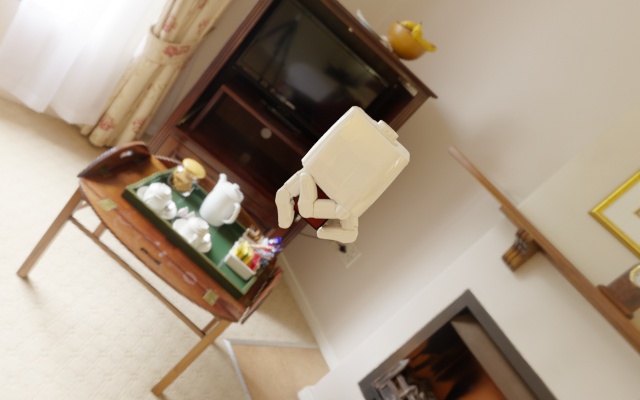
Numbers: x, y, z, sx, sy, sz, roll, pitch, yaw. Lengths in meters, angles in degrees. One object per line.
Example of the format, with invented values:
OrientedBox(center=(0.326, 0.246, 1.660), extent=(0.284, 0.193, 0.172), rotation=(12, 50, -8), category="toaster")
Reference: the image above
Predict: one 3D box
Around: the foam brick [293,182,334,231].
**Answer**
OrientedBox(center=(0.000, 0.002, 0.715), extent=(0.053, 0.051, 0.078), rotation=(42, 16, -1), category="foam brick")
